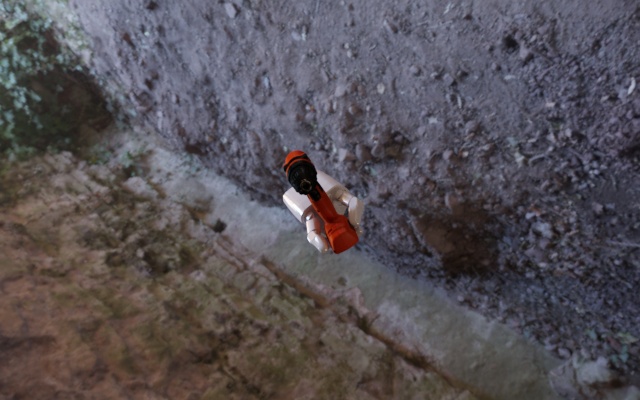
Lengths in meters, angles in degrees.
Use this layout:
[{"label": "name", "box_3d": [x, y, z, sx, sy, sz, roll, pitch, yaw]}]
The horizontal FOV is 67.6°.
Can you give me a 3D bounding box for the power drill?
[{"label": "power drill", "box_3d": [0.000, 0.003, 0.865, 0.057, 0.188, 0.184, -29, 20, 4]}]
